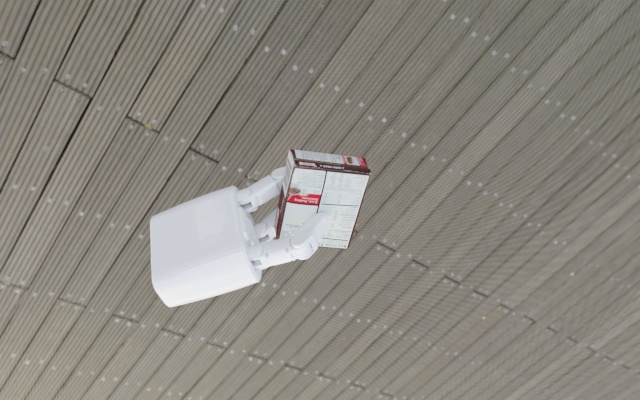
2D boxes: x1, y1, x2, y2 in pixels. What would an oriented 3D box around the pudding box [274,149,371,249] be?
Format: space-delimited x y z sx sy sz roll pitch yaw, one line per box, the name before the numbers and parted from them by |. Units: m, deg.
pudding box | 0.000 0.002 0.548 0.090 0.114 0.039 5 35 -14
